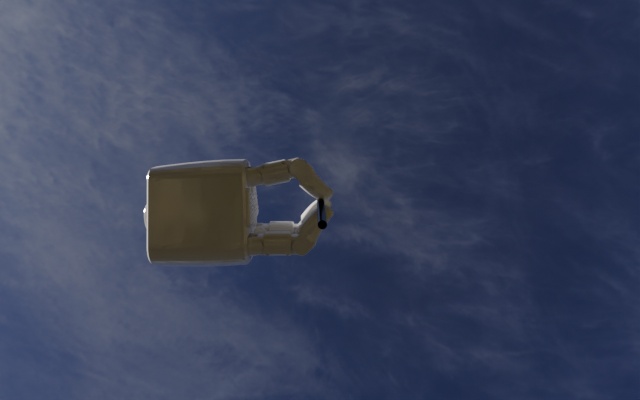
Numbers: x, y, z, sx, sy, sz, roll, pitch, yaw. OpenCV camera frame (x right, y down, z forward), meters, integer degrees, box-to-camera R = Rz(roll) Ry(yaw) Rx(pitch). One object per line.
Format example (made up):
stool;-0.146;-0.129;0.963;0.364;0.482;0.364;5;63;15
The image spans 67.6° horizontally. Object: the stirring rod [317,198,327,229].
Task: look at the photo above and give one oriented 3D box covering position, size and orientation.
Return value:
stirring rod;0.000;0.002;0.523;0.011;0.011;0.239;0;9;-1
